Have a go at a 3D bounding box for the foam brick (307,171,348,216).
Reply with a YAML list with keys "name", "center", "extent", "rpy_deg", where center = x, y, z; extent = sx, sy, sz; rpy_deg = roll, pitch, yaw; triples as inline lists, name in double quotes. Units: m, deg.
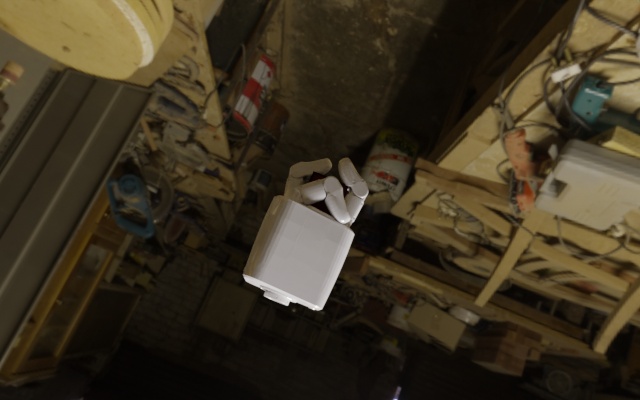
- name: "foam brick"
  center: [0.000, 0.002, 0.651]
  extent: [0.053, 0.051, 0.078]
  rpy_deg: [23, -15, 0]
